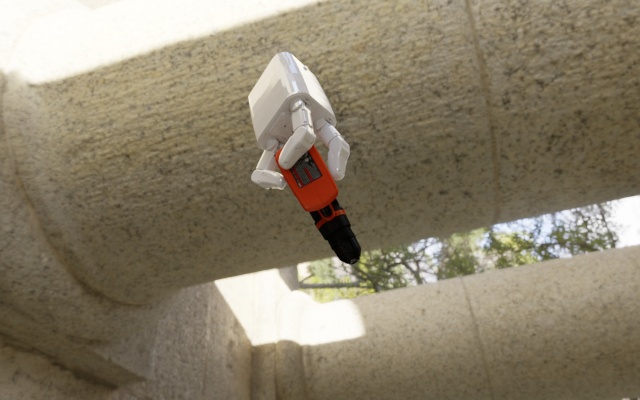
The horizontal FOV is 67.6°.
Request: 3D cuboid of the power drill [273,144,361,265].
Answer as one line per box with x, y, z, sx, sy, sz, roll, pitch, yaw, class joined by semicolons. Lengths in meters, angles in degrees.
0.000;0.002;0.709;0.057;0.184;0.188;-31;-19;-3;power drill
